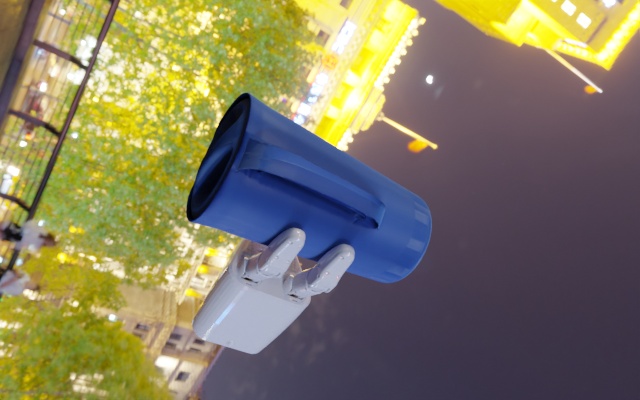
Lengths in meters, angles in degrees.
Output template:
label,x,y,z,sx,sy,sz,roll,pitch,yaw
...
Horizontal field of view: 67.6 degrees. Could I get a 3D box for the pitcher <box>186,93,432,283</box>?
label,x,y,z,sx,sy,sz,roll,pitch,yaw
pitcher,0.000,0.002,0.491,0.243,0.145,0.149,24,34,-25
